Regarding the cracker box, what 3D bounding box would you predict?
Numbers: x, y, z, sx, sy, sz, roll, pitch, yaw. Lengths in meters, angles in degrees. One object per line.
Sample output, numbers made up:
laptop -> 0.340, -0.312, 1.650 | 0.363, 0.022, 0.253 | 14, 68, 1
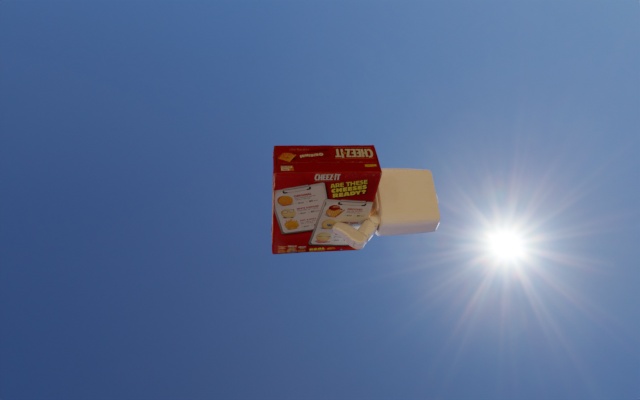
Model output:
cracker box -> 0.000, 0.003, 0.805 | 0.164, 0.072, 0.214 | -2, -40, -8
